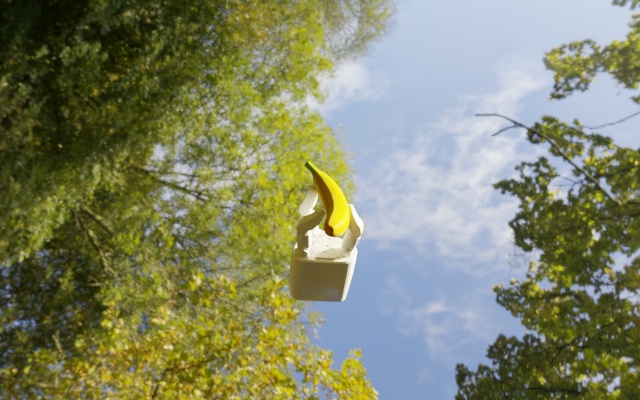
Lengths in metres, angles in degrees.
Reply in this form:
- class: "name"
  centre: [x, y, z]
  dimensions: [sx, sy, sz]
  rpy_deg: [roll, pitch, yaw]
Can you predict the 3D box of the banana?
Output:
- class: "banana"
  centre: [0.015, 0.008, 0.767]
  dimensions: [0.070, 0.037, 0.197]
  rpy_deg: [24, 24, -27]
